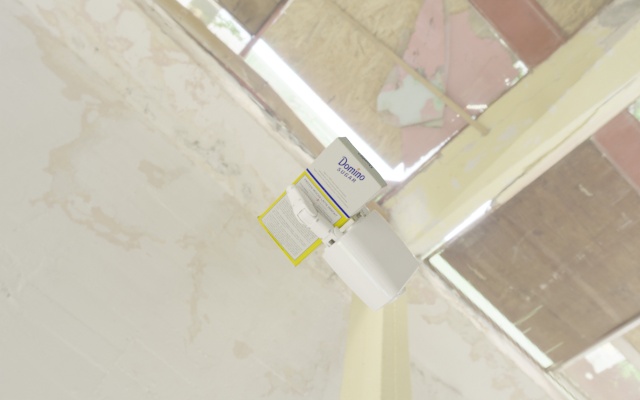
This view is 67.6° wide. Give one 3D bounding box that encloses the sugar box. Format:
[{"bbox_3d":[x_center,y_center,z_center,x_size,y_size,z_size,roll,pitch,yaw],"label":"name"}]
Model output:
[{"bbox_3d":[0.000,0.002,0.673,0.176,0.093,0.048,-43,-7,20],"label":"sugar box"}]
